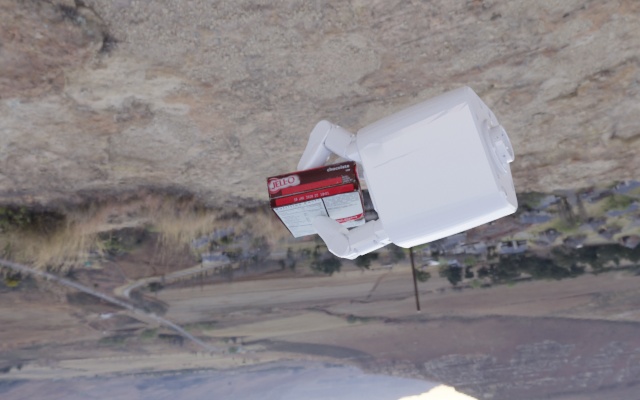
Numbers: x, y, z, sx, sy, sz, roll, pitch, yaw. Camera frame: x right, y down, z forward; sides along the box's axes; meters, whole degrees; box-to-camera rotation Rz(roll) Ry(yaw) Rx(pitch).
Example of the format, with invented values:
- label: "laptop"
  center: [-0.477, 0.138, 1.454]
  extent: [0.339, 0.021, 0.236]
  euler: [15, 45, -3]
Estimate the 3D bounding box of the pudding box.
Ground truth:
- label: "pudding box"
  center: [0.000, 0.002, 0.507]
  extent: [0.090, 0.039, 0.113]
  euler: [-10, -22, 5]
